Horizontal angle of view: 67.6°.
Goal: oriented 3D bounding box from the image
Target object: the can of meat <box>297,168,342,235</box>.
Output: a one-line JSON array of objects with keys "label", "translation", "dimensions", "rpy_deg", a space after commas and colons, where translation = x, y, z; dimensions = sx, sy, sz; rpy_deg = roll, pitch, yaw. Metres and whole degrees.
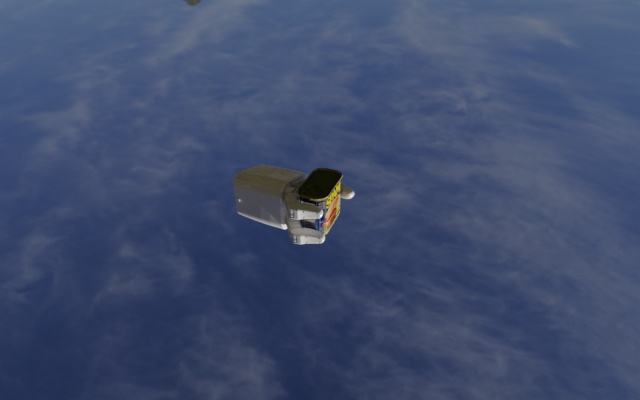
[{"label": "can of meat", "translation": [0.000, 0.003, 0.863], "dimensions": [0.057, 0.084, 0.102], "rpy_deg": [12, 36, 18]}]
